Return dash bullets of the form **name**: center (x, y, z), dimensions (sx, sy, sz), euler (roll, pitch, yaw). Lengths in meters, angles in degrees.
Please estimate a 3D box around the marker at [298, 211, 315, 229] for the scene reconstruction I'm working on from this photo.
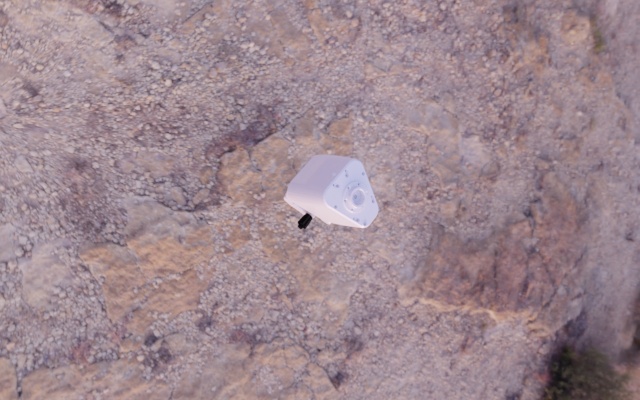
- **marker**: center (0.000, 0.003, 0.841), dimensions (0.020, 0.121, 0.020), euler (35, -18, 14)
